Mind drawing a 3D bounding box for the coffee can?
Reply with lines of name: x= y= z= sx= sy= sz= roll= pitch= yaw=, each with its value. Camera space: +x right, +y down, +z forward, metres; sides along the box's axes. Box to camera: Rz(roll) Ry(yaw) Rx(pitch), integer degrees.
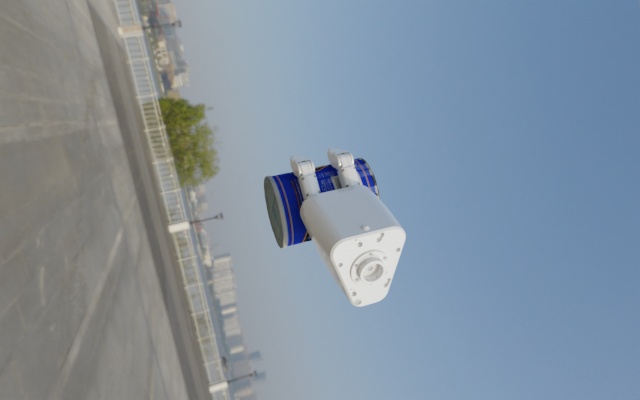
coffee can: x=0.000 y=0.002 z=0.679 sx=0.140 sy=0.103 sz=0.103 roll=-13 pitch=3 yaw=-15
